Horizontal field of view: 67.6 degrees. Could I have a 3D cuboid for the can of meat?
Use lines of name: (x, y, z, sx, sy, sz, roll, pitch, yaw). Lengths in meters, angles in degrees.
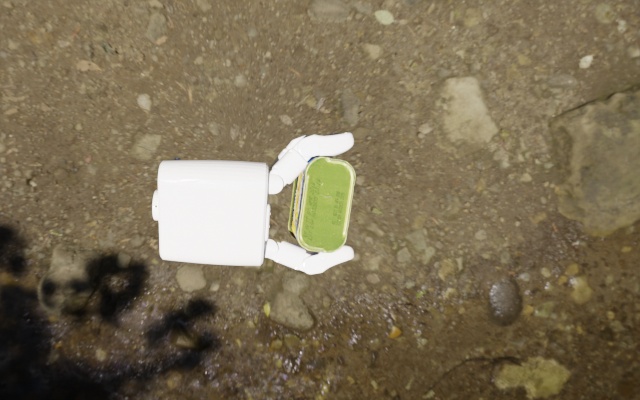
can of meat: (0.000, 0.002, 0.516, 0.057, 0.102, 0.084, 7, 4, -8)
